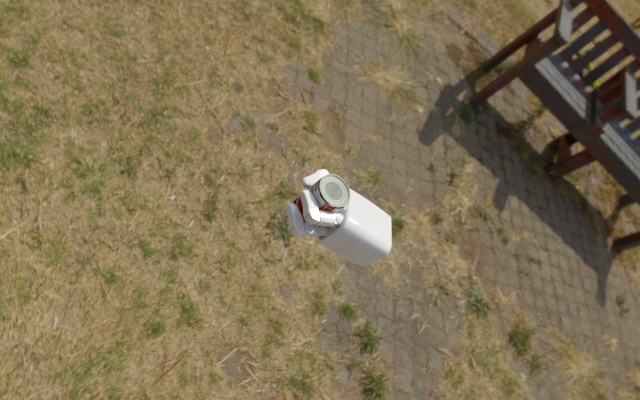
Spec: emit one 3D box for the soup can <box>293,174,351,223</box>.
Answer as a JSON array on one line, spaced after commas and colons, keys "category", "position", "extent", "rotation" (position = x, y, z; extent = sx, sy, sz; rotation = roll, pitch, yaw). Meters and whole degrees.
[{"category": "soup can", "position": [0.000, 0.002, 0.870], "extent": [0.068, 0.068, 0.102], "rotation": [0, -24, -34]}]
